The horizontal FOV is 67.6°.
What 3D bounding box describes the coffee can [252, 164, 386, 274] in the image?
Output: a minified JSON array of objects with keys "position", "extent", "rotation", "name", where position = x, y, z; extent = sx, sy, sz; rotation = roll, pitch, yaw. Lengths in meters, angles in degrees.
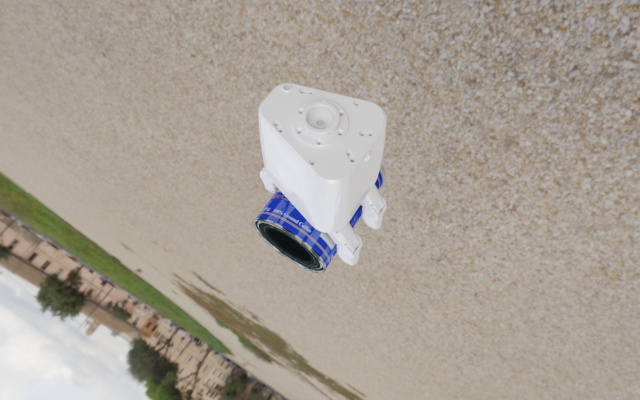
[{"position":[0.000,0.002,0.578],"extent":[0.103,0.140,0.103],"rotation":[30,-21,13],"name":"coffee can"}]
